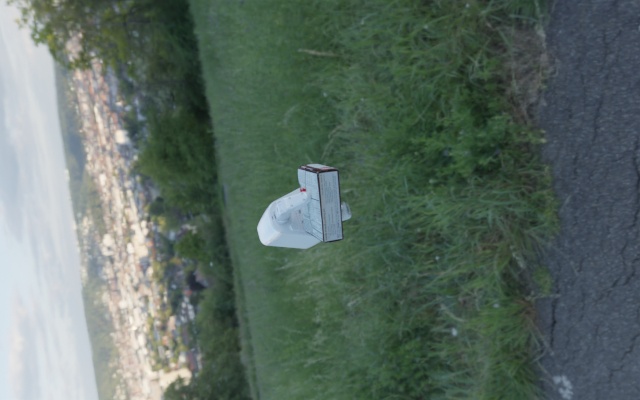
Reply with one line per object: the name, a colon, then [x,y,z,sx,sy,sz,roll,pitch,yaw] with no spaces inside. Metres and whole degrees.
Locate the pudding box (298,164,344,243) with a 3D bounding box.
pudding box: [0.000,0.002,0.750,0.039,0.113,0.090,-11,13,-21]
